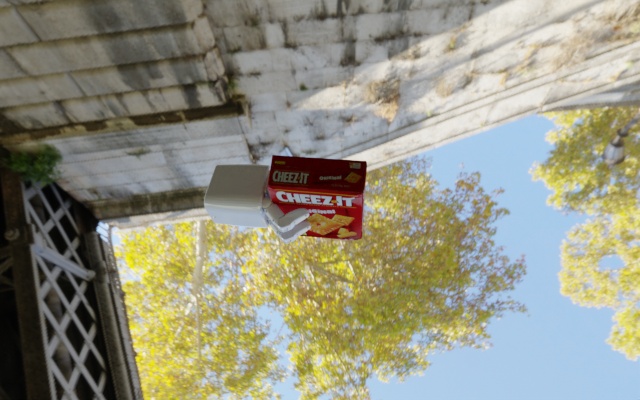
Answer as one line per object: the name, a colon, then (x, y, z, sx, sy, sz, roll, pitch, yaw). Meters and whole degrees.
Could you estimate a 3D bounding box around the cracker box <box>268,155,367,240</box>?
cracker box: (0.000, 0.003, 0.887, 0.164, 0.072, 0.214, 4, -25, 6)
